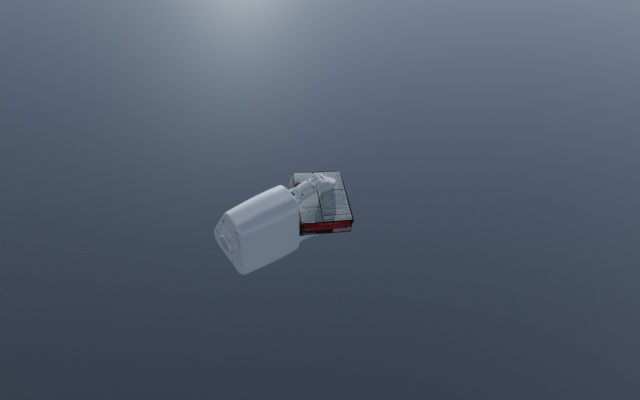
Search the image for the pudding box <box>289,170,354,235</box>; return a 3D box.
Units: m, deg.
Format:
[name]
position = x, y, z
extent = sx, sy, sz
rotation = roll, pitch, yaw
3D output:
[pudding box]
position = 0.000, 0.003, 0.805
extent = 0.090, 0.113, 0.039
rotation = -3, -36, -13
